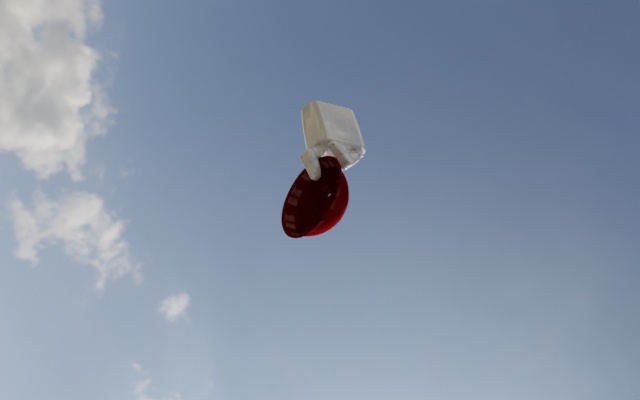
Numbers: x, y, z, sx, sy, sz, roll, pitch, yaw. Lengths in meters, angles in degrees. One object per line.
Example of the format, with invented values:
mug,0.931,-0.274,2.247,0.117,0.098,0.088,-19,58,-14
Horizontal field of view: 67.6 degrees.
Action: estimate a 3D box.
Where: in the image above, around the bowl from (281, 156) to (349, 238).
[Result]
bowl,0.000,0.004,0.856,0.055,0.162,0.162,30,-17,-31
